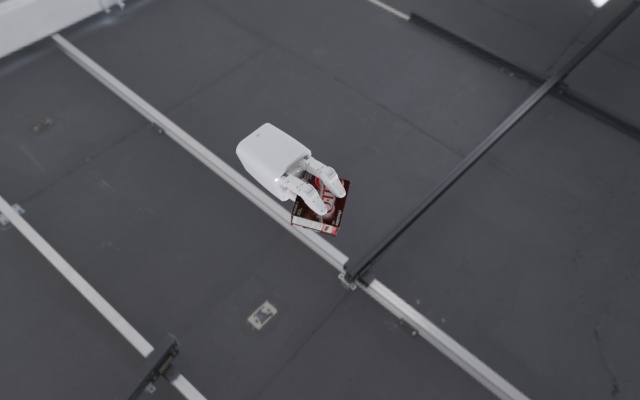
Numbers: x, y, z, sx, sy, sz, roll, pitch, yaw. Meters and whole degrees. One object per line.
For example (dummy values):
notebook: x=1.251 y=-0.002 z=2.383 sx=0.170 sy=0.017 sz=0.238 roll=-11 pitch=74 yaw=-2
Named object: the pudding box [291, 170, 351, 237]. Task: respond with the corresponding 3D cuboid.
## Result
pudding box: x=0.000 y=0.003 z=0.876 sx=0.090 sy=0.113 sz=0.039 roll=14 pitch=-34 yaw=1
